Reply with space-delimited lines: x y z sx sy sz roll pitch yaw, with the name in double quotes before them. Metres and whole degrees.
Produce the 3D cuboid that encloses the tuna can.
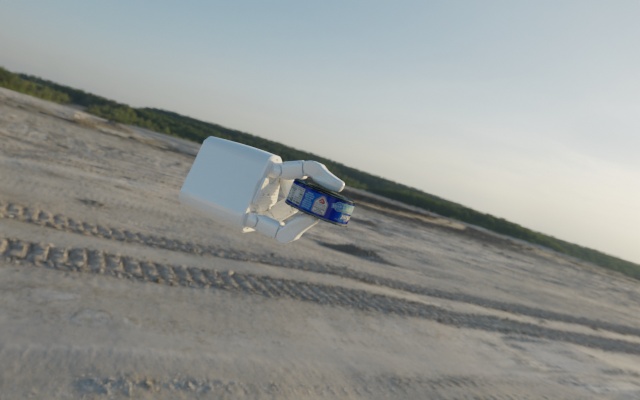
"tuna can" 0.000 0.001 0.608 0.086 0.034 0.086 22 4 -2
